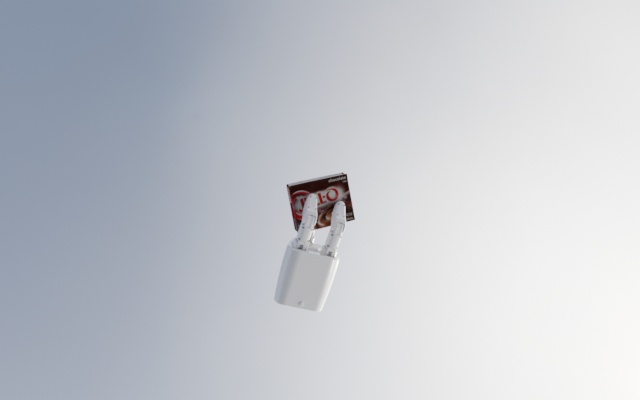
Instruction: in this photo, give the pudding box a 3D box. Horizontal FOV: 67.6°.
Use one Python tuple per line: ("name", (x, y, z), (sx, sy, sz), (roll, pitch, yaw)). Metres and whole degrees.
("pudding box", (0.000, 0.003, 0.882), (0.113, 0.090, 0.039), (-14, 14, -12))
